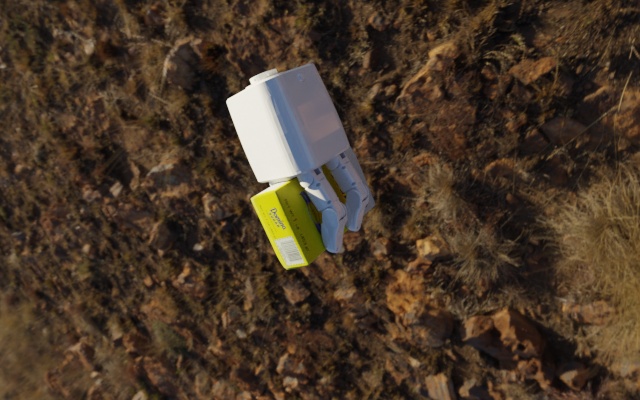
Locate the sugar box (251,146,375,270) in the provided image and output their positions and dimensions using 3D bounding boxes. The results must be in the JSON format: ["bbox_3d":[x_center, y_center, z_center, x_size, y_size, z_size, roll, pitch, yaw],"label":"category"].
[{"bbox_3d":[0.000,0.002,0.587,0.048,0.093,0.176,-15,14,39],"label":"sugar box"}]
